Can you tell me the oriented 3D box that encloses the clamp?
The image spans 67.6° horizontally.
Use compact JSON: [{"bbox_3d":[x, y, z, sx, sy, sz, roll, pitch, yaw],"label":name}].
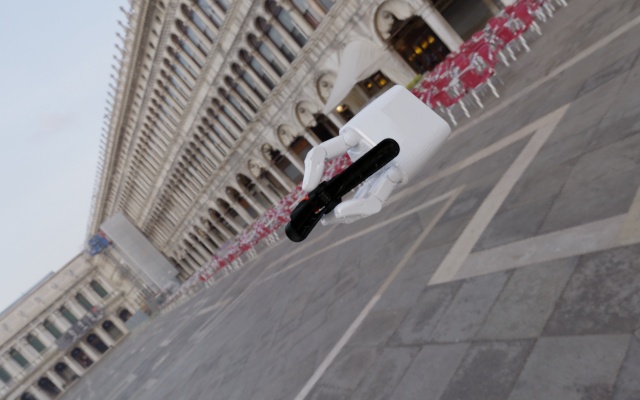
[{"bbox_3d":[0.000,0.001,0.605,0.164,0.036,0.210,-41,4,-21],"label":"clamp"}]
